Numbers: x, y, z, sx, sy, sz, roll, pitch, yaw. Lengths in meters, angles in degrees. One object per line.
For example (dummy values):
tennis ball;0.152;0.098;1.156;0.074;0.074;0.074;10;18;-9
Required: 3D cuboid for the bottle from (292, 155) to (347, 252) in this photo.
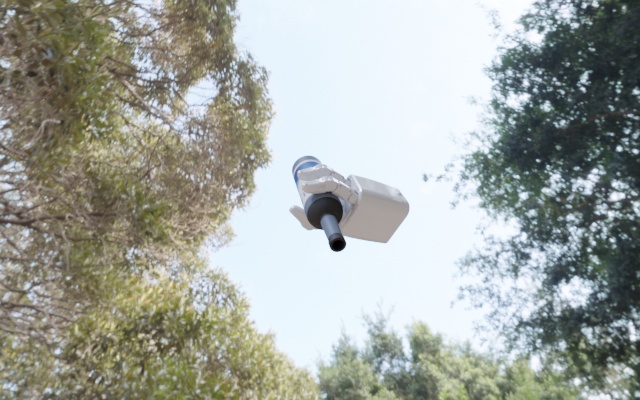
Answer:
bottle;0.000;0.003;0.872;0.069;0.069;0.295;0;27;-12
